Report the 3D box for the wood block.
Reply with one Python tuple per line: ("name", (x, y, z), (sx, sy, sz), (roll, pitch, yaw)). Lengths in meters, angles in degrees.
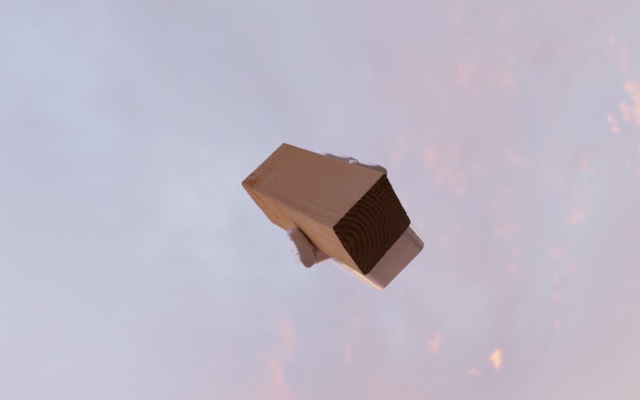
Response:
("wood block", (0.000, 0.002, 0.614), (0.206, 0.091, 0.090), (23, -26, 49))
